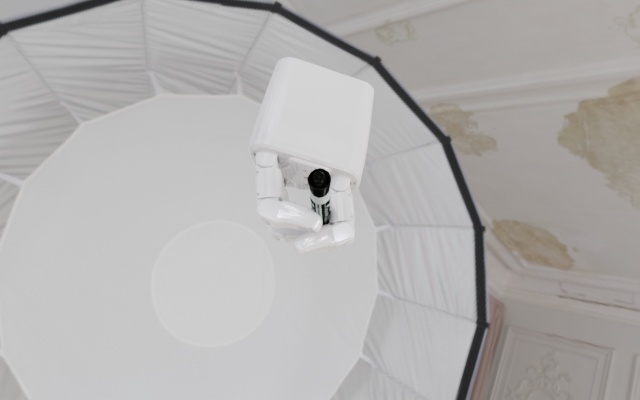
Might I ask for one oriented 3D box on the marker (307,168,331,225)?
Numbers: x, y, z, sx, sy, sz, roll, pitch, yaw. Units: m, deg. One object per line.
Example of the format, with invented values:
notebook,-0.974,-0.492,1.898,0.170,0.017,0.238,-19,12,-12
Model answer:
marker,0.000,0.001,0.427,0.020,0.020,0.121,0,-20,1
